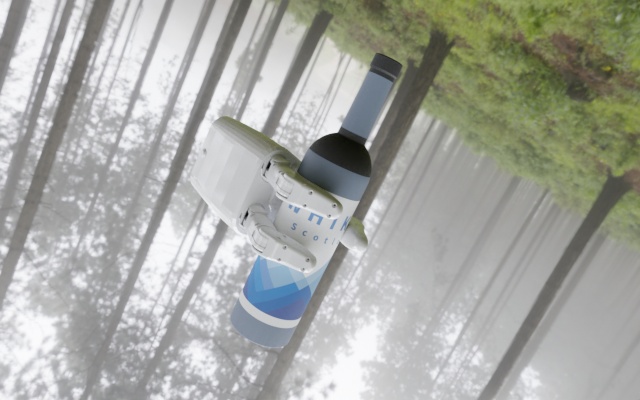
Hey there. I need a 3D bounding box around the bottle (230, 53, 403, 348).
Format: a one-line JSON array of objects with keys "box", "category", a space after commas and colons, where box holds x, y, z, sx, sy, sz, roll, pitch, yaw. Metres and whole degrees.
[{"box": [0.000, 0.002, 0.463, 0.069, 0.296, 0.069, 25, 12, -5], "category": "bottle"}]
